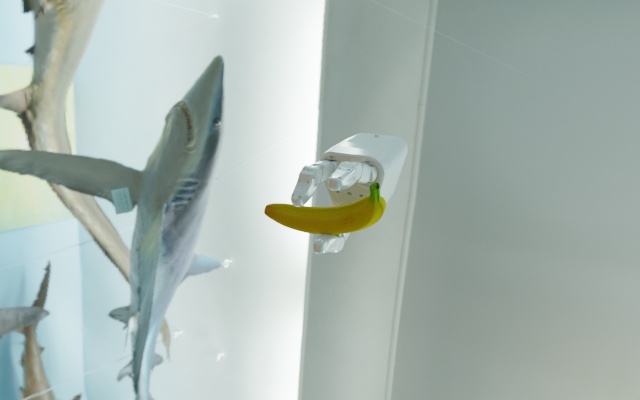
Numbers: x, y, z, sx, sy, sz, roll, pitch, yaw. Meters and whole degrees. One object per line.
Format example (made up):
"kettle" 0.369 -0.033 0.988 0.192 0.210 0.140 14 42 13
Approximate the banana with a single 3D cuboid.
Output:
"banana" 0.012 0.016 0.619 0.198 0.070 0.037 -13 31 40
